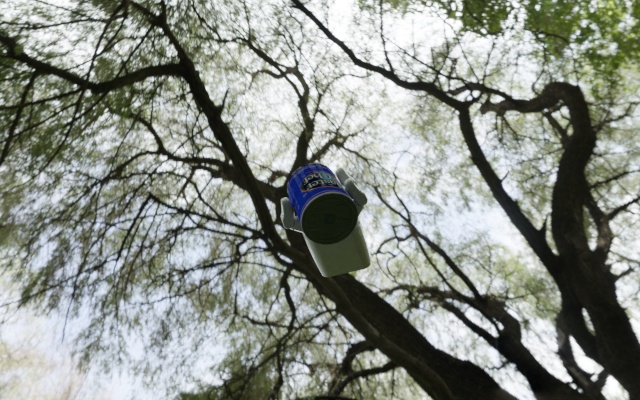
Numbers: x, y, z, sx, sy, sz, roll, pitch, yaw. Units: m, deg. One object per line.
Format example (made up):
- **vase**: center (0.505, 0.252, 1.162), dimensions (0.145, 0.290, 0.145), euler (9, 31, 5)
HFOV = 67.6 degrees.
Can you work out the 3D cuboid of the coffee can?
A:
- **coffee can**: center (0.000, 0.003, 0.888), dimensions (0.103, 0.103, 0.140), euler (0, 26, -16)
